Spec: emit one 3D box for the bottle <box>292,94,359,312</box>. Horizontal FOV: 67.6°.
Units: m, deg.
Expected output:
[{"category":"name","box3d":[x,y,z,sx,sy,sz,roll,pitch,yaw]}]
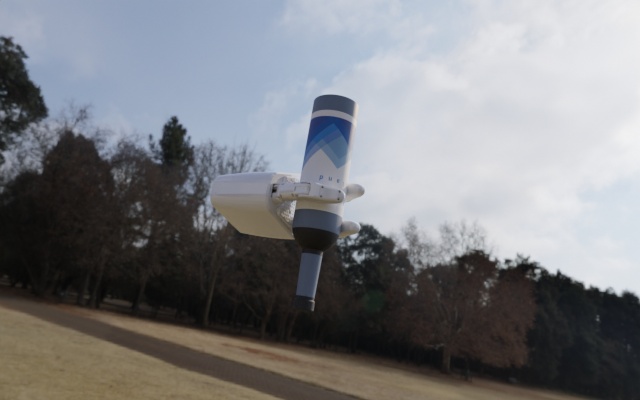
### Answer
[{"category":"bottle","box3d":[0.000,0.002,0.658,0.069,0.295,0.069,9,-14,2]}]
